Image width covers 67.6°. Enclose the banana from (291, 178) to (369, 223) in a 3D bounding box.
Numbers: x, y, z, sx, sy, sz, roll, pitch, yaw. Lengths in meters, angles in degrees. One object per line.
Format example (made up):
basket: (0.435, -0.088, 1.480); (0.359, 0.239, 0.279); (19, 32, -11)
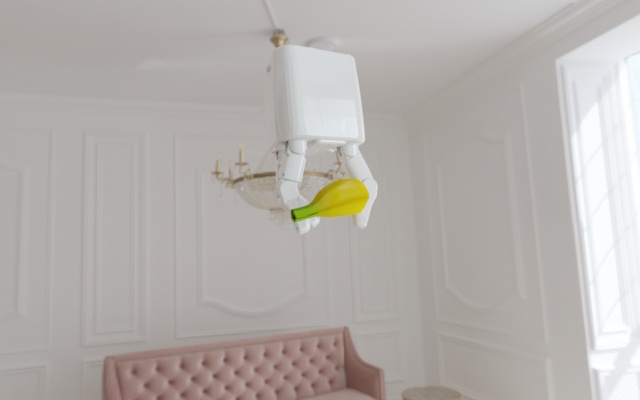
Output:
banana: (0.018, -0.001, 0.507); (0.069, 0.037, 0.198); (-8, -2, 7)
